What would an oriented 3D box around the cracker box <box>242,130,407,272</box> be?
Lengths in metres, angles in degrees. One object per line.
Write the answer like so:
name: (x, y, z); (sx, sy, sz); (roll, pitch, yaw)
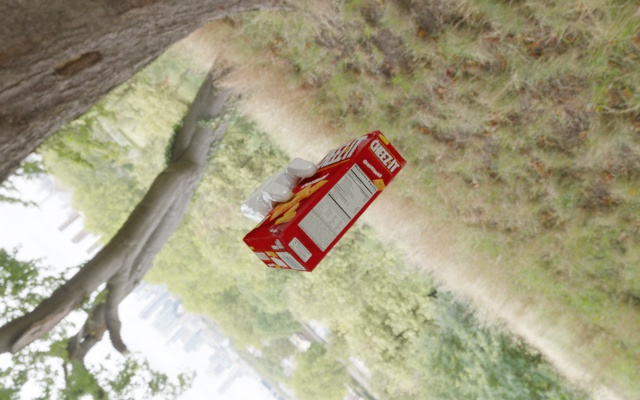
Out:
cracker box: (0.000, 0.003, 0.694); (0.213, 0.072, 0.164); (-47, 14, -21)
